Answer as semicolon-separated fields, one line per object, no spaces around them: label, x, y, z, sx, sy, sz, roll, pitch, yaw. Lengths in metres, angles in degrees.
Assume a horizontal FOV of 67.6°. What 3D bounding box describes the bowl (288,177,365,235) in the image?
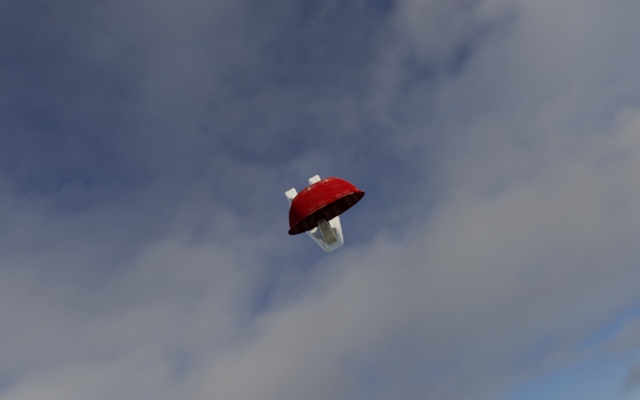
bowl;0.000;0.002;0.891;0.162;0.055;0.162;-27;-11;-6
